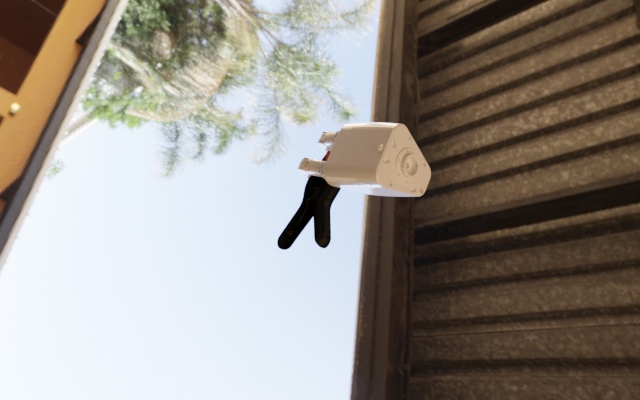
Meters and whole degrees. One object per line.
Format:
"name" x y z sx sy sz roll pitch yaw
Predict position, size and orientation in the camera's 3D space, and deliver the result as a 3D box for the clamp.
"clamp" 0.001 0.003 0.726 0.039 0.171 0.120 32 -15 -35
